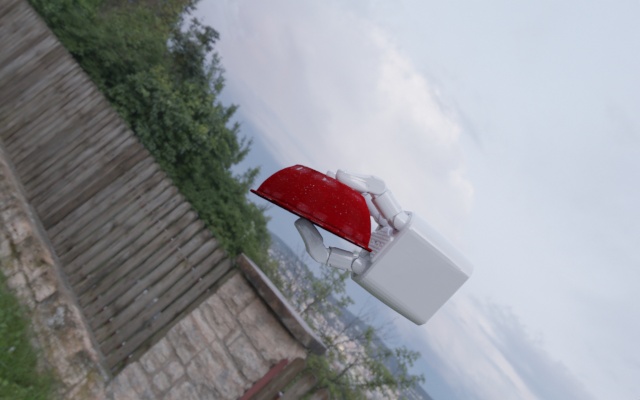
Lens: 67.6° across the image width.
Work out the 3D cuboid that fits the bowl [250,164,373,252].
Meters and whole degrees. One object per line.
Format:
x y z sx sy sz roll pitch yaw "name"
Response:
-0.001 0.001 0.565 0.162 0.055 0.162 26 -3 2 "bowl"
